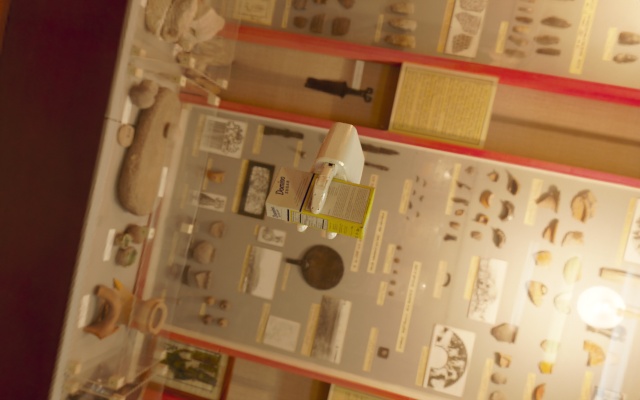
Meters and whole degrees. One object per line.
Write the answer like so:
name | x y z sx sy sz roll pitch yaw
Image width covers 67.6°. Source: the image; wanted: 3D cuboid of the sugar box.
sugar box | 0.000 0.003 0.843 0.176 0.093 0.048 13 -38 10
